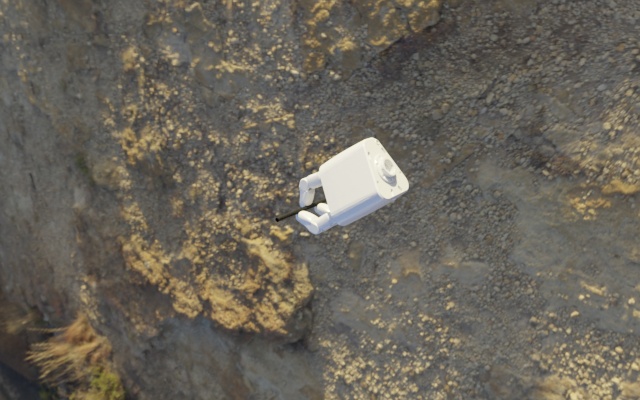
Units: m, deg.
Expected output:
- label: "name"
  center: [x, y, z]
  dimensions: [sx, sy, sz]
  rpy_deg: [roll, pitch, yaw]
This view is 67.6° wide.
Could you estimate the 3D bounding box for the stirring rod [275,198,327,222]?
- label: "stirring rod"
  center: [0.000, 0.003, 0.898]
  dimensions: [0.011, 0.011, 0.239]
  rpy_deg: [0, 14, 39]
